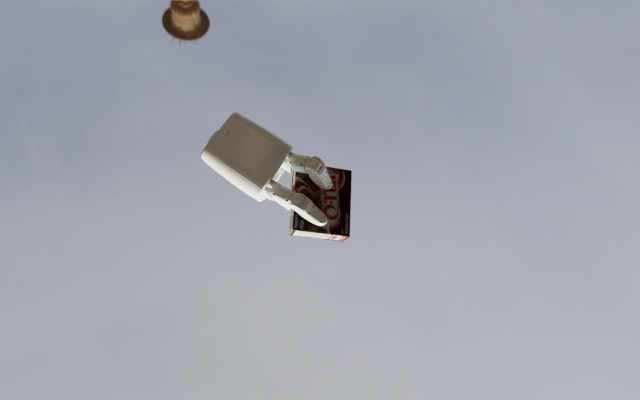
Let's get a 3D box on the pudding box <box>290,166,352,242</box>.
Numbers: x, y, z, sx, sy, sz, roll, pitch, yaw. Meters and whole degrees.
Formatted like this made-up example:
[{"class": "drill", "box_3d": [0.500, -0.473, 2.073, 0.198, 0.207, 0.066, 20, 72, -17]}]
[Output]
[{"class": "pudding box", "box_3d": [0.000, 0.002, 0.736, 0.090, 0.113, 0.039, 7, -18, -13]}]
